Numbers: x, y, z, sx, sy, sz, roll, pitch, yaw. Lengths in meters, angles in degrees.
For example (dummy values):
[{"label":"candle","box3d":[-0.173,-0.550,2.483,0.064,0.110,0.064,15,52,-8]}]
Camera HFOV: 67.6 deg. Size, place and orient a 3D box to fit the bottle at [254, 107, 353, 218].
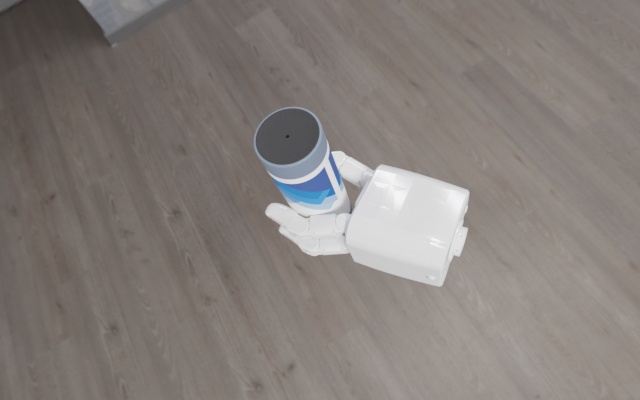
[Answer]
[{"label":"bottle","box3d":[0.000,0.002,0.572,0.069,0.069,0.296,0,-25,13]}]
